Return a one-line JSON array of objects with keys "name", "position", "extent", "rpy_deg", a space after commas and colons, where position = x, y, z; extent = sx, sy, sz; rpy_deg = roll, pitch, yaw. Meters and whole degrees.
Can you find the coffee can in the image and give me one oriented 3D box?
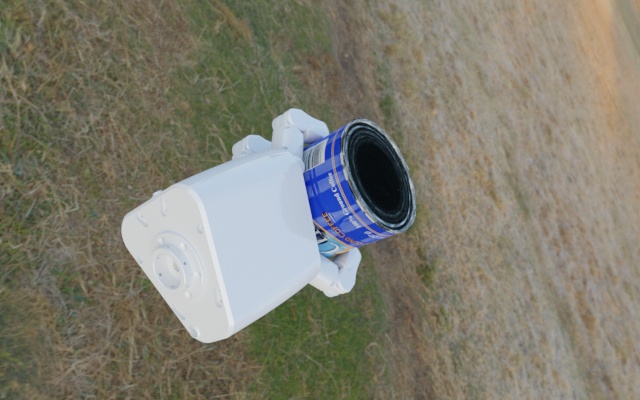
[{"name": "coffee can", "position": [0.000, 0.001, 0.437], "extent": [0.140, 0.102, 0.103], "rpy_deg": [-24, -15, 36]}]
